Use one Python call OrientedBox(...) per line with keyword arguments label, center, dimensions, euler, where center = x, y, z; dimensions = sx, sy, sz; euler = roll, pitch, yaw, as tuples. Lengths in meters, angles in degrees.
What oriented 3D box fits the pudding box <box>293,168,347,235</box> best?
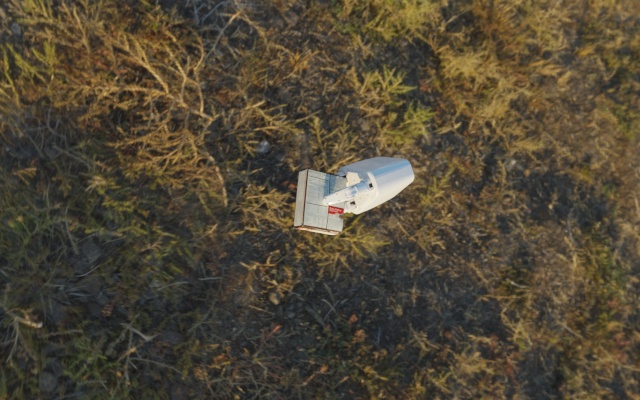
OrientedBox(label="pudding box", center=(0.000, 0.003, 0.897), dimensions=(0.090, 0.113, 0.039), euler=(12, -15, -28))
